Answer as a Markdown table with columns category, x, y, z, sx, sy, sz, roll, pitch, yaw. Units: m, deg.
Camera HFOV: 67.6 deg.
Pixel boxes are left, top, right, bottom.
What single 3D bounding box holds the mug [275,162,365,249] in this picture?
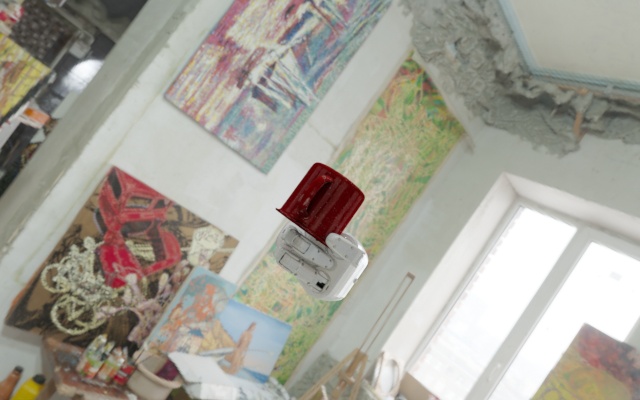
| category | x | y | z | sx | sy | sz | roll | pitch | yaw |
| --- | --- | --- | --- | --- | --- | --- | --- | --- | --- |
| mug | 0.000 | 0.001 | 0.598 | 0.093 | 0.081 | 0.117 | 34 | -5 | 21 |
